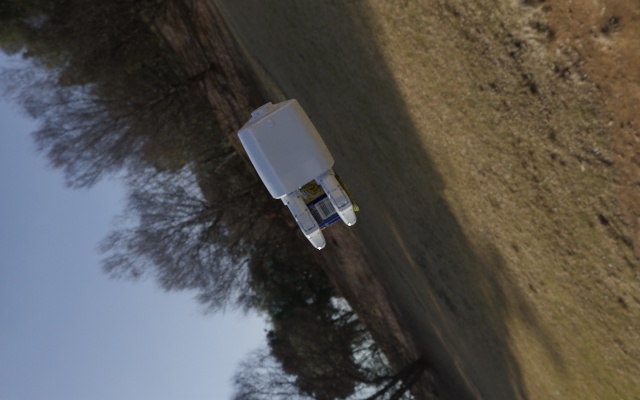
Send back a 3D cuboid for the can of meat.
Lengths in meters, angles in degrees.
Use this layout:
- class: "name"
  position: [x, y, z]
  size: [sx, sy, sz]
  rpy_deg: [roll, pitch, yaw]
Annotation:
- class: "can of meat"
  position: [0.000, 0.003, 0.719]
  size: [0.084, 0.057, 0.102]
  rpy_deg: [-31, 19, -1]
